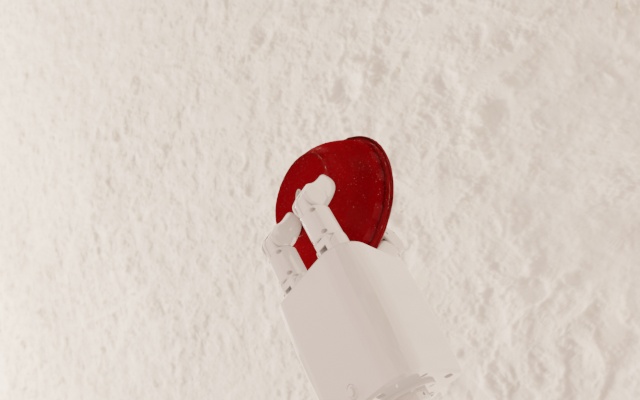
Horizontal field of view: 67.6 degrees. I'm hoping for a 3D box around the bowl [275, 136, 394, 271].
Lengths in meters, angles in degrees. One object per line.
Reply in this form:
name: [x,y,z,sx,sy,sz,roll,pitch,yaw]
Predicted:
bowl: [-0.001,0.001,0.494,0.055,0.162,0.162,18,-10,-32]
